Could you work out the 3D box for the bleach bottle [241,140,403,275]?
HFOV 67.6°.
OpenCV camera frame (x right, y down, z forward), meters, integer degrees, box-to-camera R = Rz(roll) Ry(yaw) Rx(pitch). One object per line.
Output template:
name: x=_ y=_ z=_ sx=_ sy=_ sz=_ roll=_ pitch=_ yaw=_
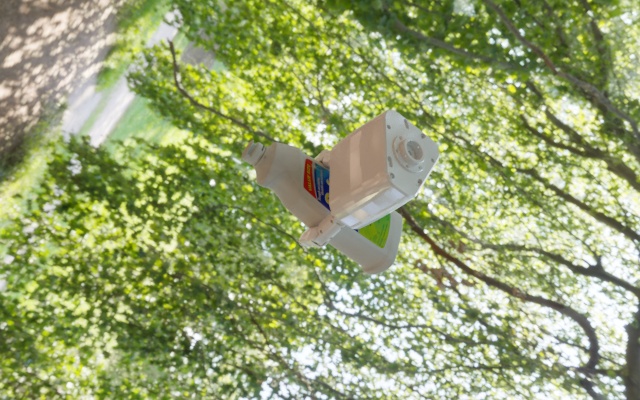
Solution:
bleach bottle: x=0.000 y=0.002 z=0.667 sx=0.251 sy=0.102 sz=0.068 roll=33 pitch=-36 yaw=-20
